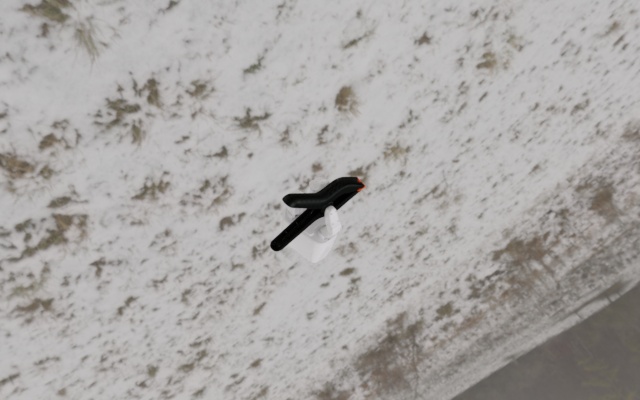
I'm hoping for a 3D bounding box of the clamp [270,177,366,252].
[{"bbox_3d":[0.001,0.003,0.872,0.210,0.036,0.165,-31,-21,-24],"label":"clamp"}]
